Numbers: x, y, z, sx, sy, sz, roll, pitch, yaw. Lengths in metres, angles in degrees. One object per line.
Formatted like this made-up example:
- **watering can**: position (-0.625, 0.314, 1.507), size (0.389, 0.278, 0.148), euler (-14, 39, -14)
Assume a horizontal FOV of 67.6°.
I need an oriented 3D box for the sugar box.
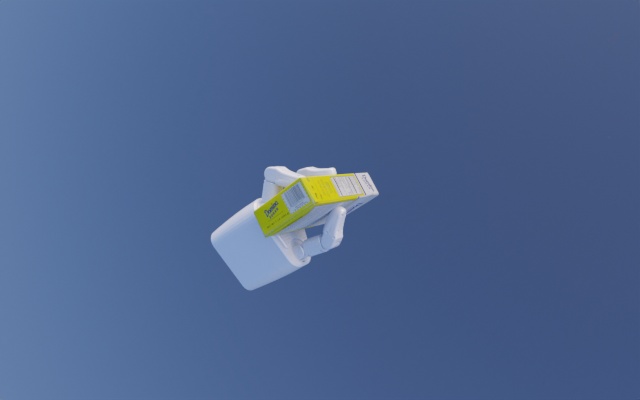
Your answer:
- **sugar box**: position (0.000, 0.002, 0.664), size (0.093, 0.048, 0.176), euler (-33, -11, 30)
